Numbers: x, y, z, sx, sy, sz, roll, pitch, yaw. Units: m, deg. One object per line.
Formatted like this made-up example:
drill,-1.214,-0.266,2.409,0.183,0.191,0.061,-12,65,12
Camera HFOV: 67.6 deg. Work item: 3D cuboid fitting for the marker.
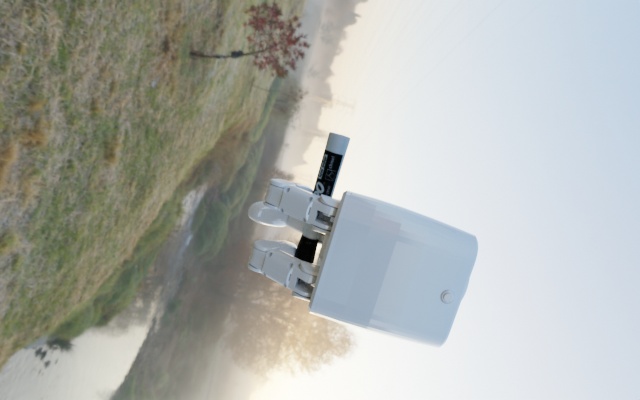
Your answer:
marker,0.000,0.001,0.415,0.020,0.121,0.020,16,10,-3
